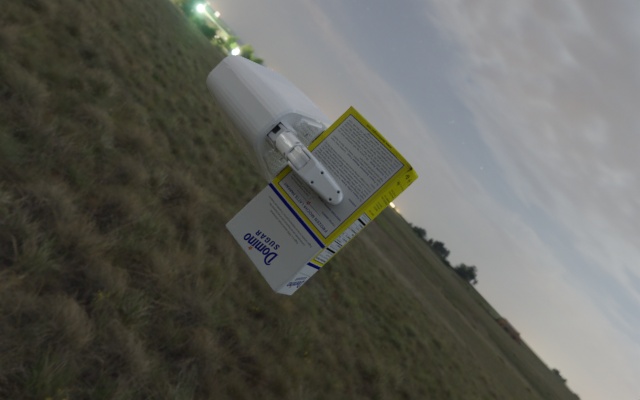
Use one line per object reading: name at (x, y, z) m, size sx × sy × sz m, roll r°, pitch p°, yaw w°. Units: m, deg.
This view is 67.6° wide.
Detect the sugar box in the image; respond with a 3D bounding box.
sugar box at (0.000, 0.002, 0.474) m, size 0.176 × 0.093 × 0.048 m, roll -43°, pitch -25°, yaw 6°
